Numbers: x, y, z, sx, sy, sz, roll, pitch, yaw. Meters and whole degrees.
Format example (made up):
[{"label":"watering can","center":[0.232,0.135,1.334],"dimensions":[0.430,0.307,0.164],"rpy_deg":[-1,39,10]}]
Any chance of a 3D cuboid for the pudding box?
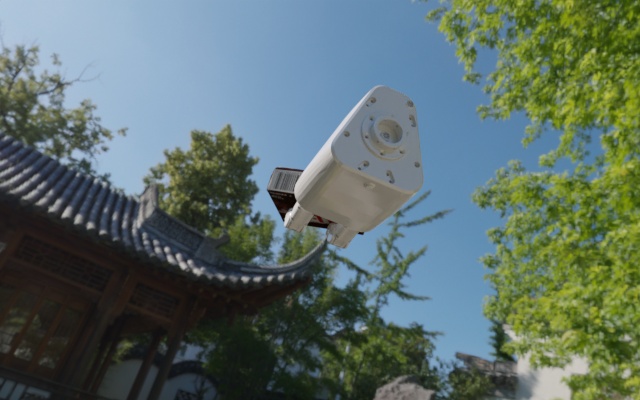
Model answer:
[{"label":"pudding box","center":[0.000,0.002,0.589],"dimensions":[0.113,0.039,0.090],"rpy_deg":[10,-26,15]}]
